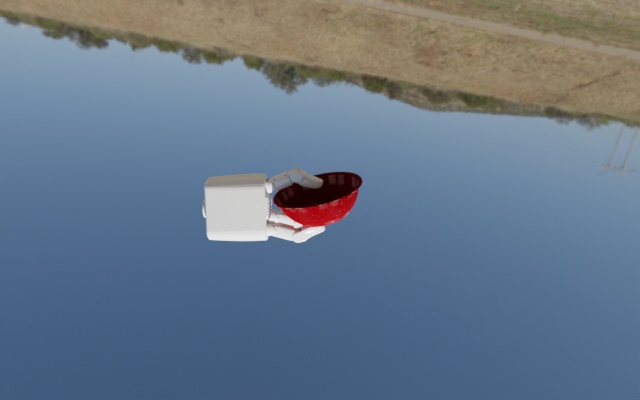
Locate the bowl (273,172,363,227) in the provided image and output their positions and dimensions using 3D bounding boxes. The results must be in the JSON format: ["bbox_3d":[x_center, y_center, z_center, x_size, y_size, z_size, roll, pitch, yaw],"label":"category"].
[{"bbox_3d":[0.002,0.003,0.848,0.162,0.055,0.162,-12,21,5],"label":"bowl"}]
